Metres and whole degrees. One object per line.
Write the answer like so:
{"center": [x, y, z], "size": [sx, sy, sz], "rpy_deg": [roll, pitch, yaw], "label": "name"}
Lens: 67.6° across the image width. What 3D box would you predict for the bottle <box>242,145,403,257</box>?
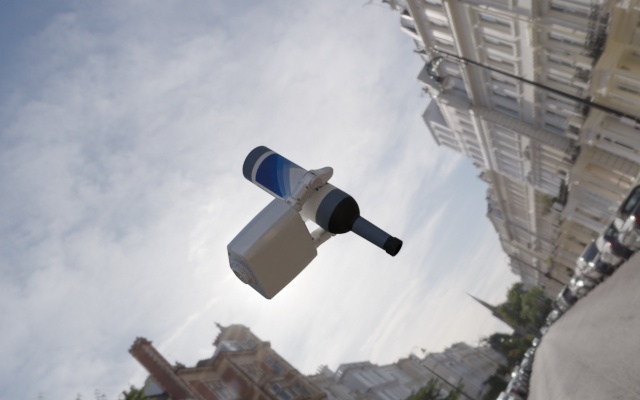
{"center": [0.000, 0.002, 0.751], "size": [0.295, 0.069, 0.069], "rpy_deg": [31, 16, 29], "label": "bottle"}
